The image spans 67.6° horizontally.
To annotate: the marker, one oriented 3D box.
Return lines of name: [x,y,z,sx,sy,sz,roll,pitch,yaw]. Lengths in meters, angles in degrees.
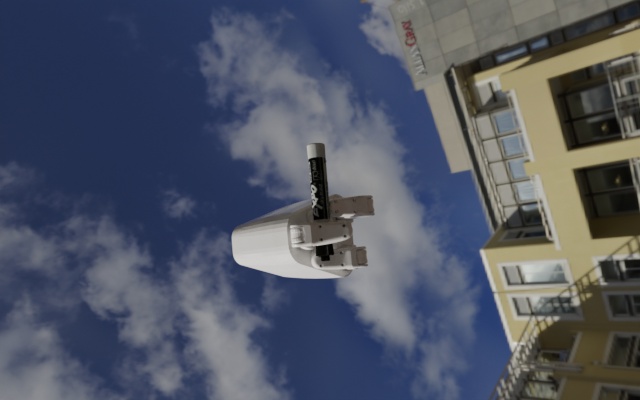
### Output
marker: [0.000,0.002,0.490,0.020,0.121,0.020,-5,-7,-1]
